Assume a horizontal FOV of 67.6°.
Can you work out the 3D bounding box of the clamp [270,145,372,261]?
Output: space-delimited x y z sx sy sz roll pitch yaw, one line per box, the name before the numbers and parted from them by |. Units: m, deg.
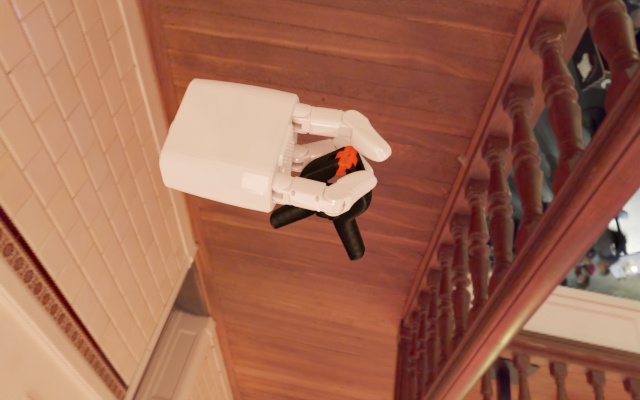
clamp | 0.000 0.002 0.523 0.120 0.039 0.172 12 -40 5
